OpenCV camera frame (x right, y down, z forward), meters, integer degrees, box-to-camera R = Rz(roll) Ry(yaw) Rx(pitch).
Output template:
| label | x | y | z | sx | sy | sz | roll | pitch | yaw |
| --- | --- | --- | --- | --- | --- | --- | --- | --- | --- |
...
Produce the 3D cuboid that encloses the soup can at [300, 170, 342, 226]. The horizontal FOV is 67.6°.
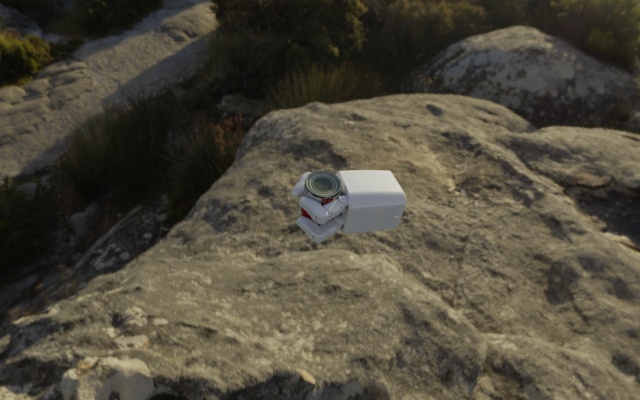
| label | x | y | z | sx | sy | sz | roll | pitch | yaw |
| --- | --- | --- | --- | --- | --- | --- | --- | --- | --- |
| soup can | 0.000 | 0.003 | 0.876 | 0.068 | 0.068 | 0.102 | 0 | -41 | -8 |
